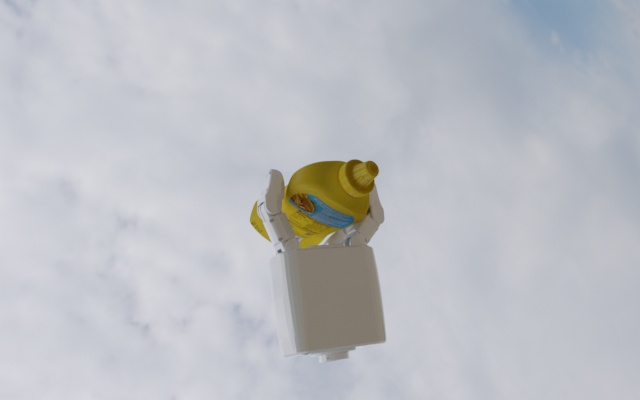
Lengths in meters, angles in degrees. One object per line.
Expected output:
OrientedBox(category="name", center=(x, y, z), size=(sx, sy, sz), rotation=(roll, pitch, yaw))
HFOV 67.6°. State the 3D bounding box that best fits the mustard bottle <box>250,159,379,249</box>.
OrientedBox(category="mustard bottle", center=(0.000, 0.002, 0.561), size=(0.096, 0.058, 0.192), rotation=(30, -36, -22))
